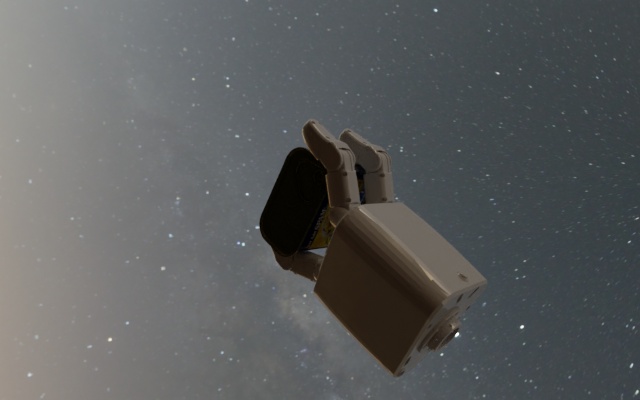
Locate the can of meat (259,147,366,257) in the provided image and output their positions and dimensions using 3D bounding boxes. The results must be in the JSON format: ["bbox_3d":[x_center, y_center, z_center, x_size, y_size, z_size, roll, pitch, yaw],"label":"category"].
[{"bbox_3d":[0.000,0.002,0.471,0.084,0.102,0.057,-2,34,-49],"label":"can of meat"}]
